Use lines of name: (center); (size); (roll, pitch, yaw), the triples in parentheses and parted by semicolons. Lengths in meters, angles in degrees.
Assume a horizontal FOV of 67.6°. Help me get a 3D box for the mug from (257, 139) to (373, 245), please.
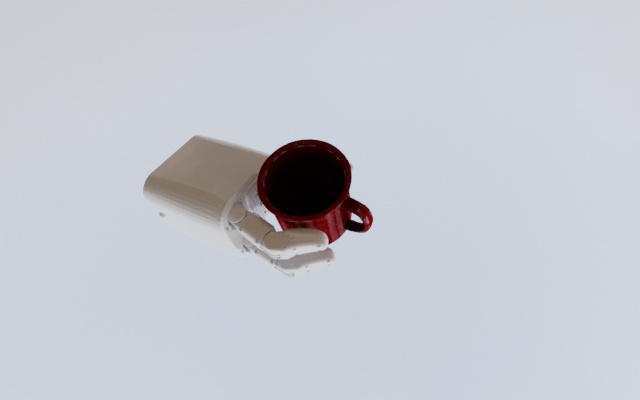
mug: (0.001, 0.002, 0.489); (0.117, 0.093, 0.081); (20, -24, 19)
